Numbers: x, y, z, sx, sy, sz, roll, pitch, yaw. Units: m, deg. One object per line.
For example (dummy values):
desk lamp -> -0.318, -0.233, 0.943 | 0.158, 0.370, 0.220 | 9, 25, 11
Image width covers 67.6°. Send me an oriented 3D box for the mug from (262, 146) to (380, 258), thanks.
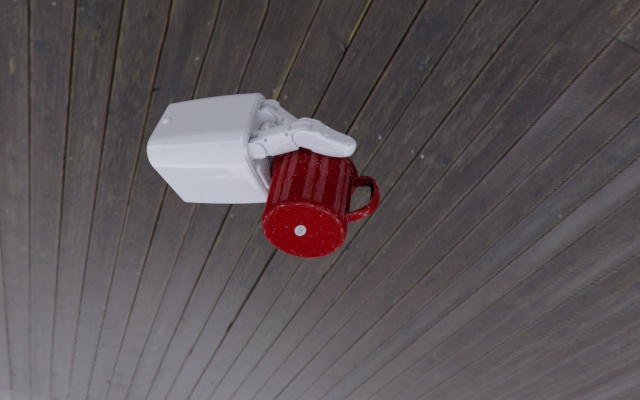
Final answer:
mug -> 0.001, 0.002, 0.470 | 0.117, 0.093, 0.081 | -3, 44, 13
